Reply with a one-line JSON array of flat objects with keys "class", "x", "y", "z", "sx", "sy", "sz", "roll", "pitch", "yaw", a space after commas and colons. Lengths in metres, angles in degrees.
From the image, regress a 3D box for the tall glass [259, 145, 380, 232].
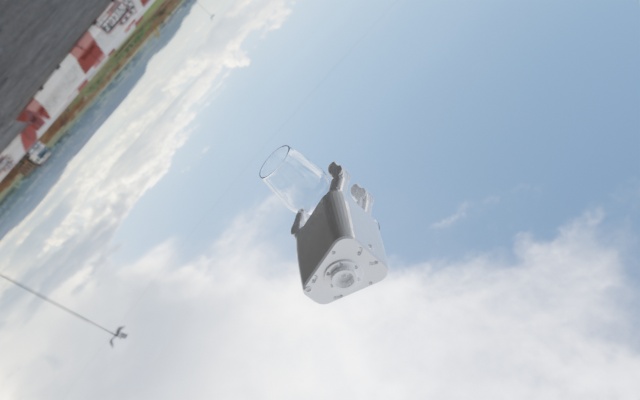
[{"class": "tall glass", "x": 0.001, "y": 0.003, "z": 0.732, "sx": 0.201, "sy": 0.079, "sz": 0.079, "roll": 41, "pitch": -21, "yaw": -26}]
